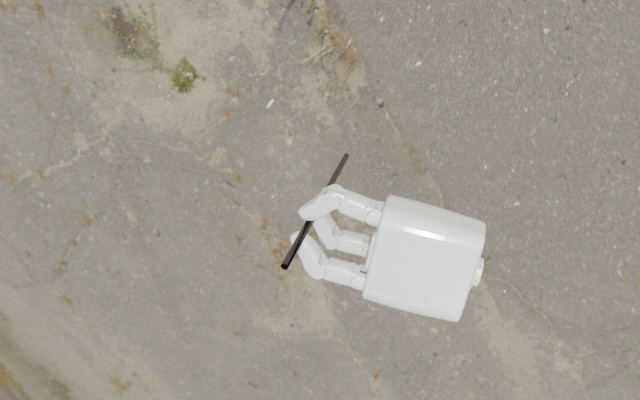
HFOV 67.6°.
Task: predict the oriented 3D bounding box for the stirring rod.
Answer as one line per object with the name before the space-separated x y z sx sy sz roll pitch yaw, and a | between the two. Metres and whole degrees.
stirring rod | 0.000 0.002 0.570 0.011 0.011 0.239 0 32 21
